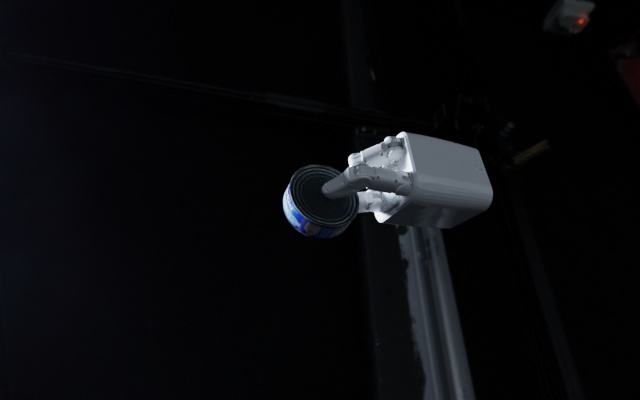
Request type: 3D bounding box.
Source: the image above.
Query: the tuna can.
[{"bbox_3d":[0.000,0.002,0.559,0.086,0.086,0.034,0,-33,-24],"label":"tuna can"}]
